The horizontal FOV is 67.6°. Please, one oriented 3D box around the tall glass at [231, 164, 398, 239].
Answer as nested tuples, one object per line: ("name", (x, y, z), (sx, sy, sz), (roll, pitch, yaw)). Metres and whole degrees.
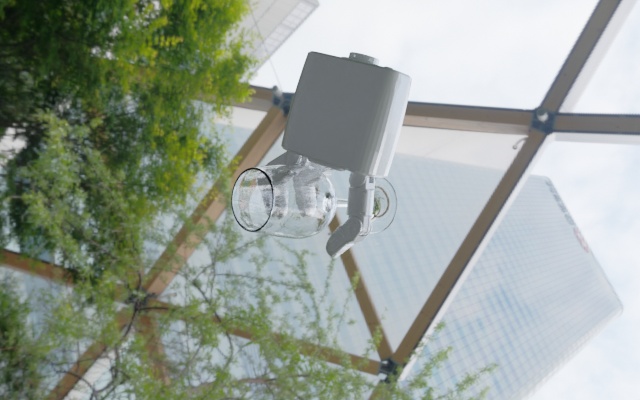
("tall glass", (0.001, 0.002, 0.526), (0.079, 0.079, 0.201), (0, -1, 41))
